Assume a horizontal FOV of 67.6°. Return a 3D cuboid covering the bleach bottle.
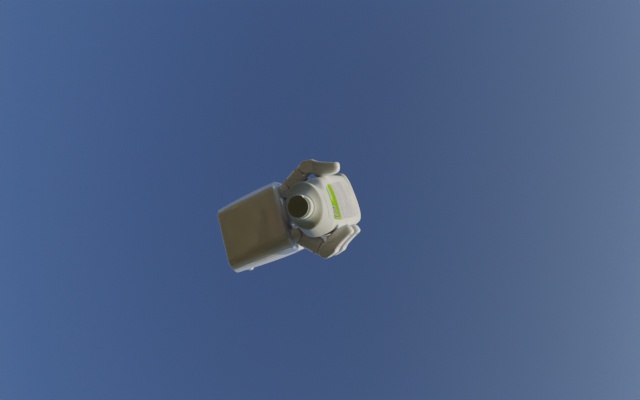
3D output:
[{"bbox_3d":[0.000,0.002,0.719,0.068,0.102,0.251,-24,-7,13],"label":"bleach bottle"}]
